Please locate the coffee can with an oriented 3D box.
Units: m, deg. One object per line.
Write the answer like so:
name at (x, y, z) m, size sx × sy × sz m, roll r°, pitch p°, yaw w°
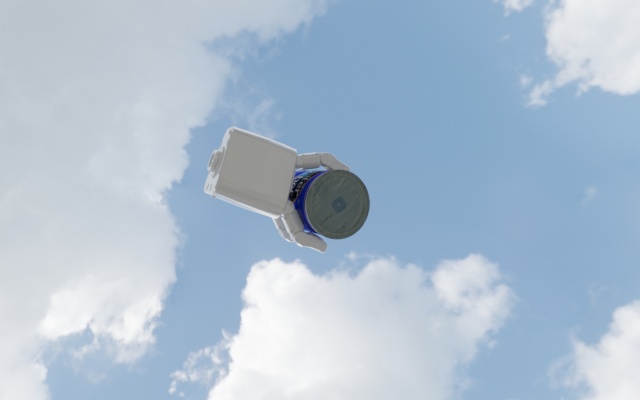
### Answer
coffee can at (0.000, 0.002, 0.757) m, size 0.103 × 0.103 × 0.140 m, roll 0°, pitch 3°, yaw -23°
